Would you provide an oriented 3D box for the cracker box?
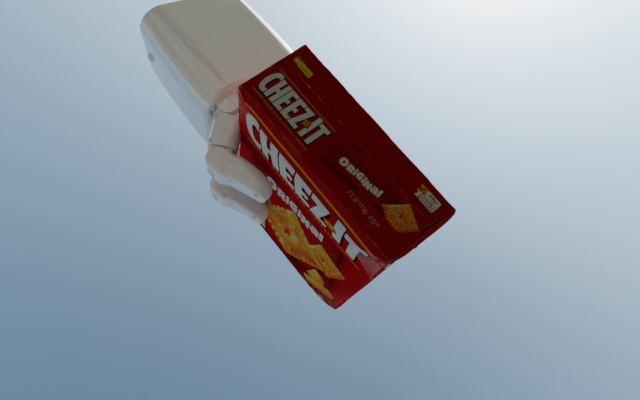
[{"bbox_3d":[0.000,0.001,0.419,0.072,0.164,0.214,-37,-11,-19],"label":"cracker box"}]
